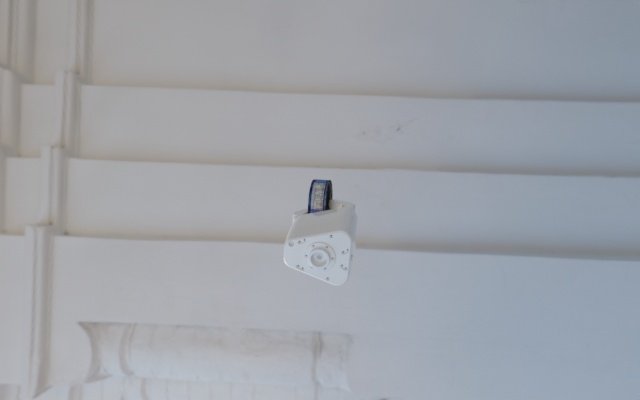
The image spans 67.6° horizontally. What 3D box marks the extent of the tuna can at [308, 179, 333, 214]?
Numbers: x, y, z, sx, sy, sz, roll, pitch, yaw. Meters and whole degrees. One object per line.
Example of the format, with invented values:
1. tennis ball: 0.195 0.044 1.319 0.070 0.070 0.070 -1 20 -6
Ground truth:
1. tuna can: 0.000 0.003 0.896 0.034 0.086 0.086 4 1 9
